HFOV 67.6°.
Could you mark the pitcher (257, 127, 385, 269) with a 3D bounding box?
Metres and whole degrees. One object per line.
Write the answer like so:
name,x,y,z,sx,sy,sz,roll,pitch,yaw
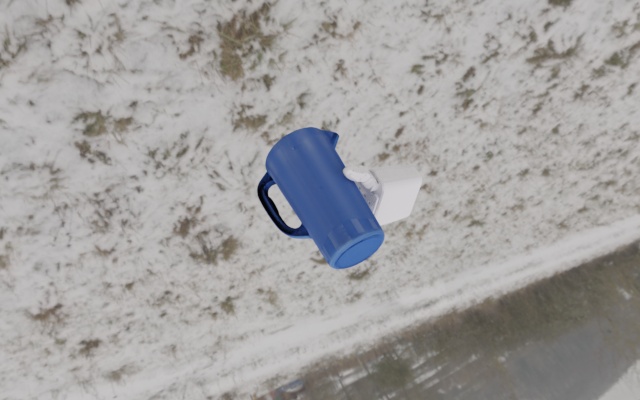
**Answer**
pitcher,0.000,0.003,0.850,0.145,0.242,0.149,-10,-34,-35
